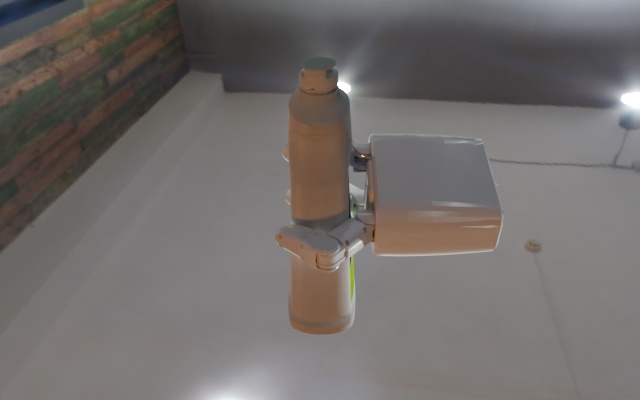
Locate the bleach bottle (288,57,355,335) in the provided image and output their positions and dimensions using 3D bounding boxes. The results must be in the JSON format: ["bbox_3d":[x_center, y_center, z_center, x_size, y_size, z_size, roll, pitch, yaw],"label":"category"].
[{"bbox_3d":[0.000,0.001,0.431,0.068,0.251,0.102,0,36,2],"label":"bleach bottle"}]
